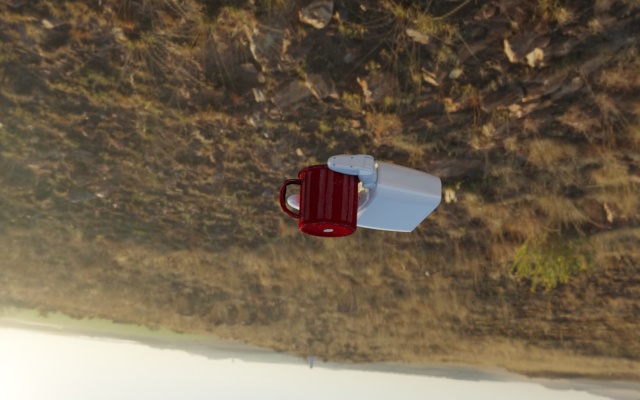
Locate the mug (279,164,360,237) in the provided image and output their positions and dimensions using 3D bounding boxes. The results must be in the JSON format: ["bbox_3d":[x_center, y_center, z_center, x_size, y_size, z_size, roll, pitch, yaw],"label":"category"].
[{"bbox_3d":[-0.001,0.002,0.665,0.117,0.081,0.093,9,-19,-17],"label":"mug"}]
